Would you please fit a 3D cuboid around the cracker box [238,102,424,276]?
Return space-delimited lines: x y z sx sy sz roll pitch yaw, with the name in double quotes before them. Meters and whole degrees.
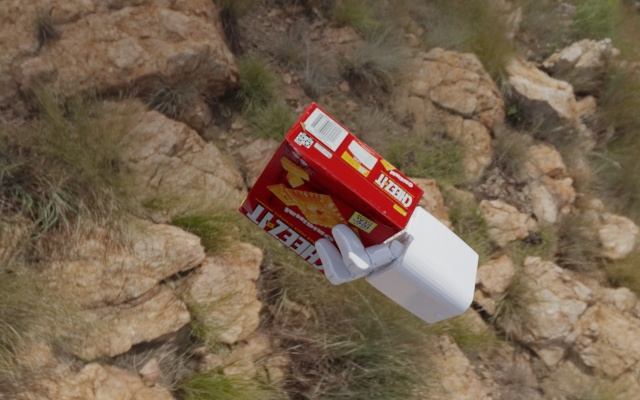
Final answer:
"cracker box" 0.000 0.002 0.604 0.164 0.072 0.214 38 -33 -5
